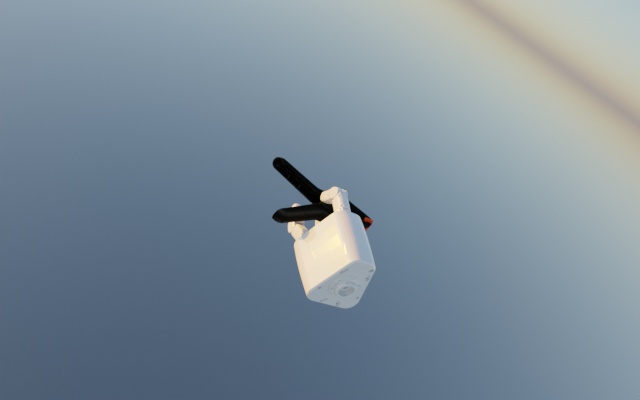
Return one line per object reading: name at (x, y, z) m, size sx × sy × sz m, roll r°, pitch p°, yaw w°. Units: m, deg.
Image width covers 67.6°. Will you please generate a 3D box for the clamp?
clamp at (0.001, 0.003, 0.857) m, size 0.210 × 0.164 × 0.036 m, roll 19°, pitch -54°, yaw -28°
